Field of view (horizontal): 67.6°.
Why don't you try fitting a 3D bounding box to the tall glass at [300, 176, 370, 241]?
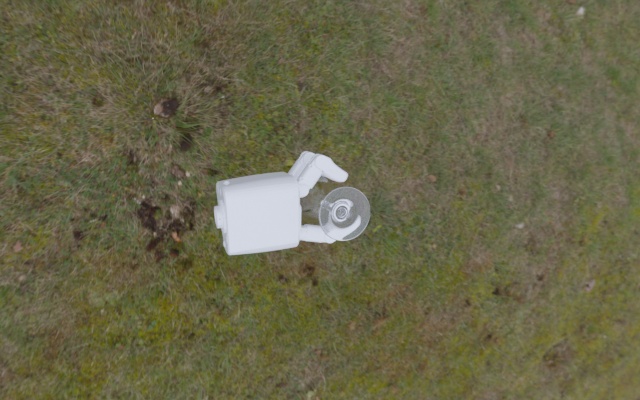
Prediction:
[{"bbox_3d":[0.000,0.003,0.730,0.079,0.079,0.201,0,9,-19],"label":"tall glass"}]
